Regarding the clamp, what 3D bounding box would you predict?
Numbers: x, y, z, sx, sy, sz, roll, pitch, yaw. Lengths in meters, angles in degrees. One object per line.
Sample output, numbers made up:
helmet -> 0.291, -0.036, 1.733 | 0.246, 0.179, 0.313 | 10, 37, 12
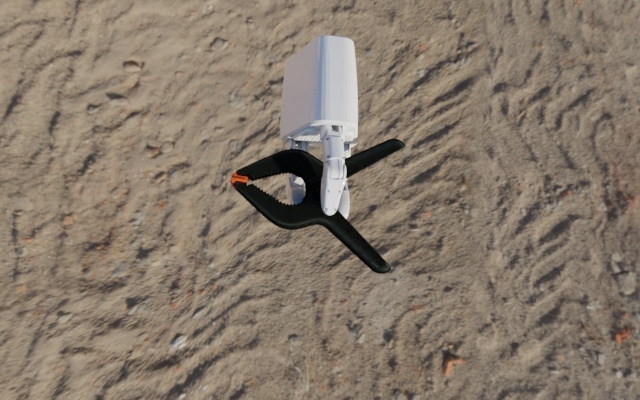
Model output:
clamp -> 0.000, 0.001, 0.560 | 0.210, 0.164, 0.036 | 3, -8, -12
